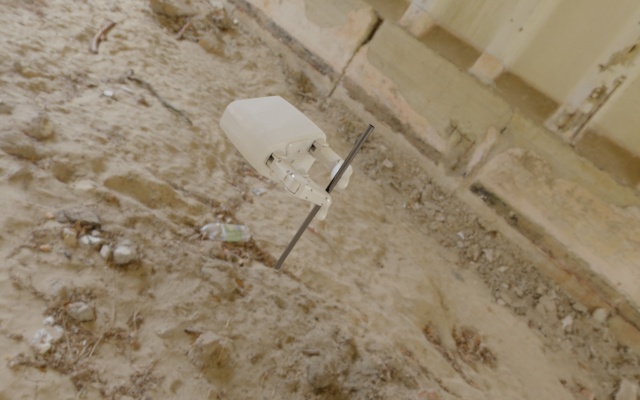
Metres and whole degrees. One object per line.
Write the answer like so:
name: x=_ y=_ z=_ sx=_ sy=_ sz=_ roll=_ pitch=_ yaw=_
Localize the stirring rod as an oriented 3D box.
stirring rod: x=0.000 y=0.002 z=0.624 sx=0.011 sy=0.240 sz=0.011 roll=28 pitch=23 yaw=-13
